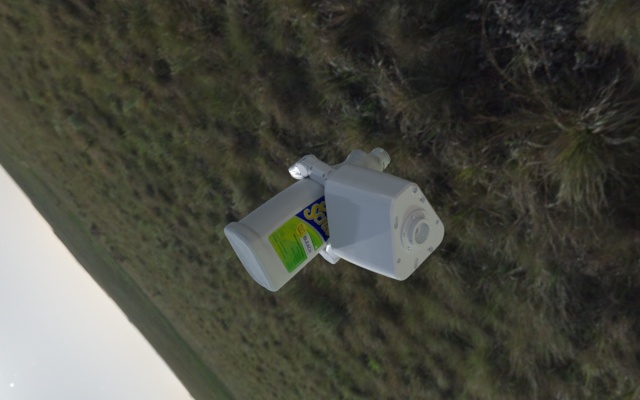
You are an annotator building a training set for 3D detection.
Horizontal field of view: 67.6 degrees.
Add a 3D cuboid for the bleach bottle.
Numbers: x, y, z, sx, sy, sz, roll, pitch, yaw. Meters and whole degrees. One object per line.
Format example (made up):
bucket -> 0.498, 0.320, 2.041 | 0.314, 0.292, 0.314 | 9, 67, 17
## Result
bleach bottle -> 0.000, 0.002, 0.633 | 0.250, 0.103, 0.068 | -40, 36, -25
